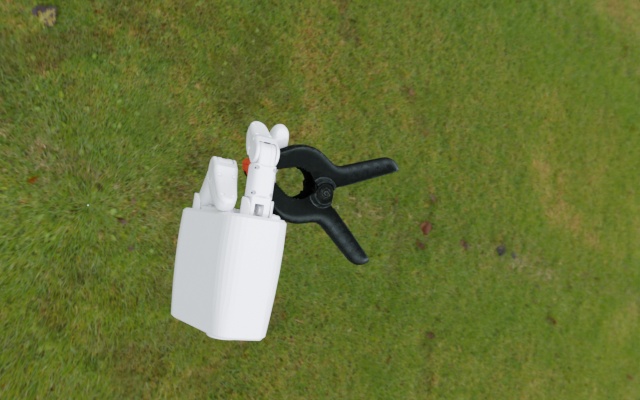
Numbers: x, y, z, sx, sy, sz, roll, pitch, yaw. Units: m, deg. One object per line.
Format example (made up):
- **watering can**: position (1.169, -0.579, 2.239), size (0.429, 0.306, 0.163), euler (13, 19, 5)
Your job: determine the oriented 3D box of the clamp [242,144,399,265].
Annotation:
- **clamp**: position (0.000, 0.001, 0.489), size (0.171, 0.120, 0.039), euler (10, -4, -26)
